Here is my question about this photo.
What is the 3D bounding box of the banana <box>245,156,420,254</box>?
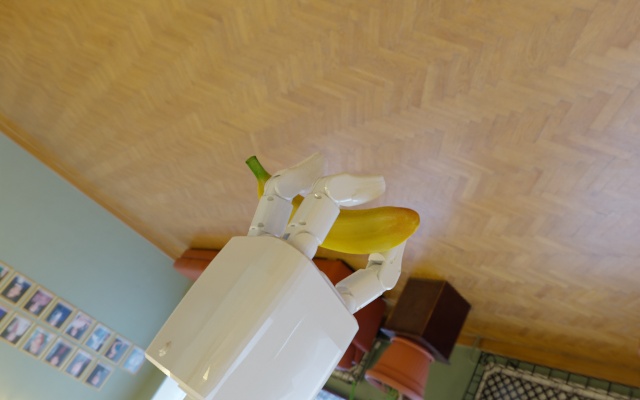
[{"bbox_3d":[0.003,0.014,0.421,0.197,0.070,0.037,19,56,39],"label":"banana"}]
